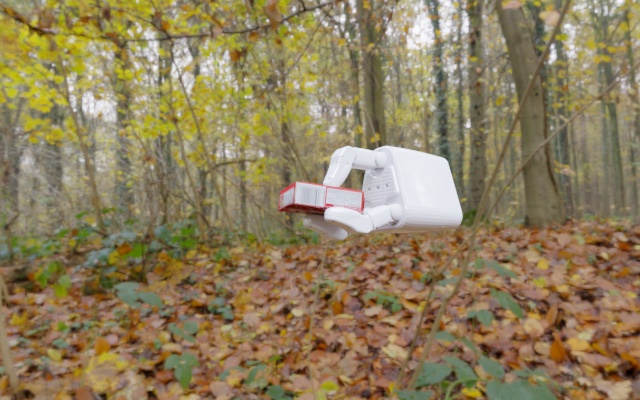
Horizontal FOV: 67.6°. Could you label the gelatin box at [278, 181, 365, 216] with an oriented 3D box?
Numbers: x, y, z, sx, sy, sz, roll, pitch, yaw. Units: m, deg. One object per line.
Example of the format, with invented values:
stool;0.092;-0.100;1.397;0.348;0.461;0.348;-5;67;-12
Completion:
gelatin box;0.000;0.001;0.590;0.089;0.030;0.073;8;-10;-18
